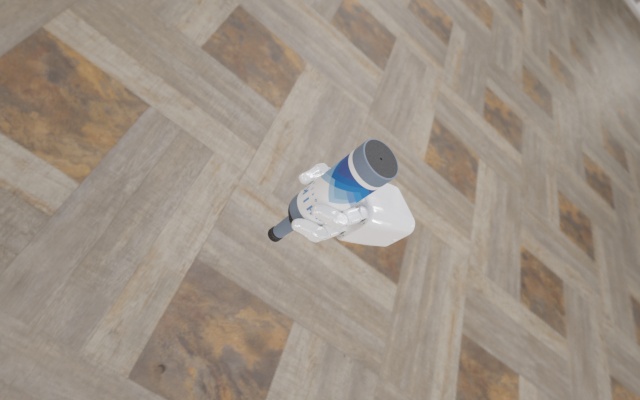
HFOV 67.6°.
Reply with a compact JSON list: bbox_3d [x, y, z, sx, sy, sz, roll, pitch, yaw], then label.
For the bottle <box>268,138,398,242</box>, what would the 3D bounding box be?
[{"bbox_3d":[0.000,0.002,0.773,0.069,0.069,0.296,0,-25,-40],"label":"bottle"}]
